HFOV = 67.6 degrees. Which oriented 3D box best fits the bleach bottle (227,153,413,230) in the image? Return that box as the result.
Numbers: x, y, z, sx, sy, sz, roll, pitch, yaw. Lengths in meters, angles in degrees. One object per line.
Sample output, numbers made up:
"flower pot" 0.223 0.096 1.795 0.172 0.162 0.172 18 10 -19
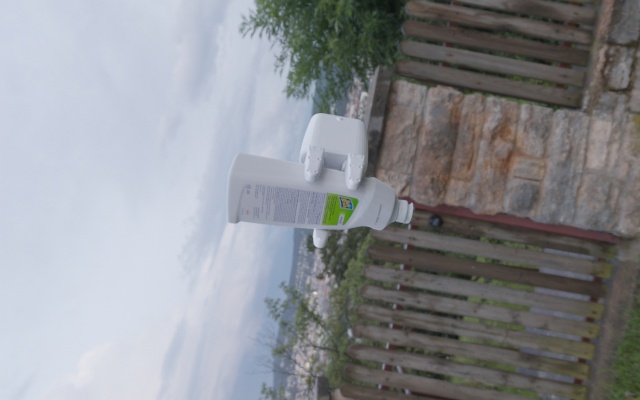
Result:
"bleach bottle" 0.000 0.002 0.664 0.251 0.103 0.068 10 42 -1
